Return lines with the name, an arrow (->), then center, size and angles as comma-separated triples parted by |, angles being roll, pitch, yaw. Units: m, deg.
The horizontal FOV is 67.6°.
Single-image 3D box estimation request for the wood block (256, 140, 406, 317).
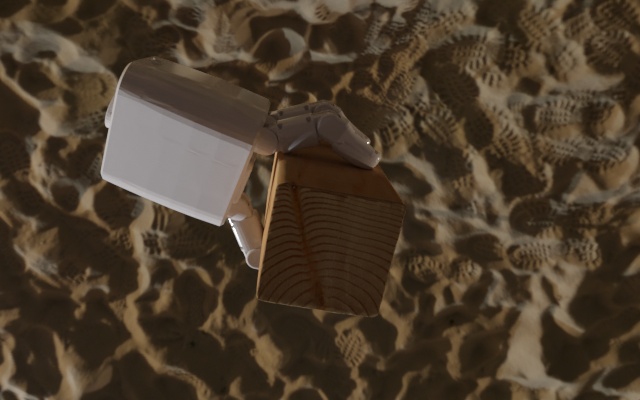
wood block -> 0.000, 0.002, 0.418 | 0.090, 0.091, 0.206 | 10, 19, -7
